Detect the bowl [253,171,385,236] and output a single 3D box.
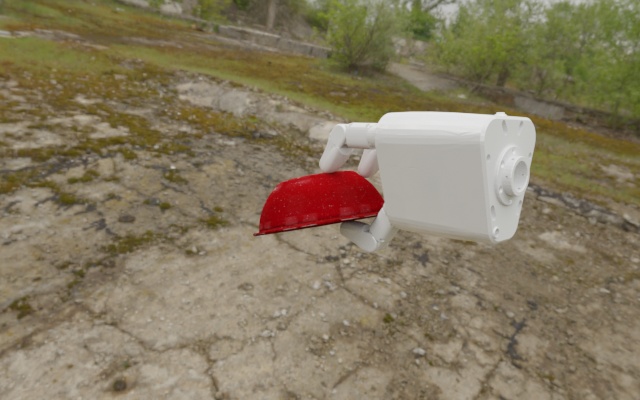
[{"bbox_3d":[-0.001,0.002,0.543,0.162,0.055,0.162,-10,-4,-1],"label":"bowl"}]
